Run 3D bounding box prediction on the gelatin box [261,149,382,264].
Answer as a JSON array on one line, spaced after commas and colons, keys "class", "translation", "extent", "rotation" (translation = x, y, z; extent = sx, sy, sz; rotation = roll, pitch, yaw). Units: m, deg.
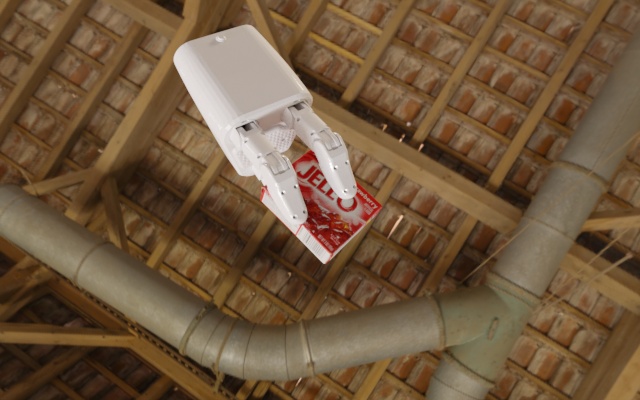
[{"class": "gelatin box", "translation": [0.000, 0.002, 0.445], "extent": [0.073, 0.089, 0.030], "rotation": [-41, -10, -28]}]
